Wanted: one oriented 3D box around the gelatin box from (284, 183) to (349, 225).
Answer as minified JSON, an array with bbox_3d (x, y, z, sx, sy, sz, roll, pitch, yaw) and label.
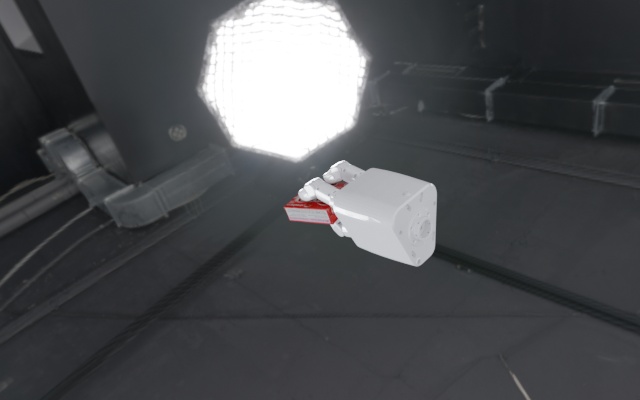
[{"bbox_3d":[0.000,0.003,0.738,0.089,0.030,0.073,2,34,39],"label":"gelatin box"}]
